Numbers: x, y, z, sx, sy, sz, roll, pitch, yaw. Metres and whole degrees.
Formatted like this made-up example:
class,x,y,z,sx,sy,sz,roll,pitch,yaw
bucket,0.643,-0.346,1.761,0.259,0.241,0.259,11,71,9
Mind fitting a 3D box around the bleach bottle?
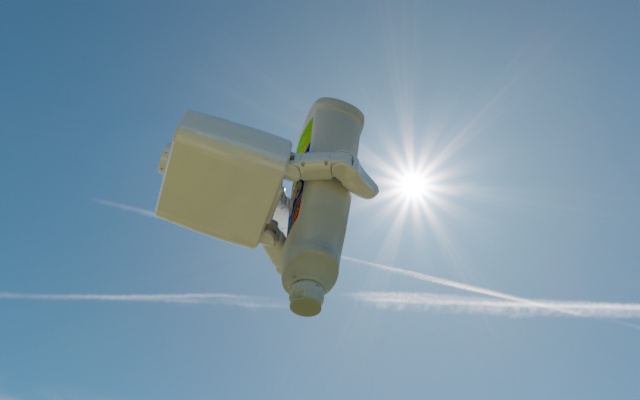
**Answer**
class,x,y,z,sx,sy,sz,roll,pitch,yaw
bleach bottle,0.000,0.002,0.496,0.068,0.250,0.103,18,-48,-11
